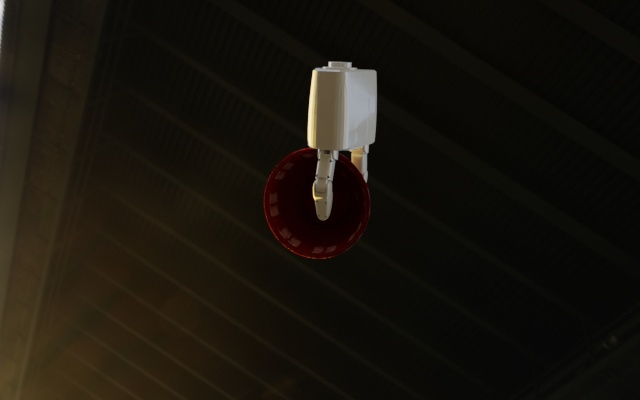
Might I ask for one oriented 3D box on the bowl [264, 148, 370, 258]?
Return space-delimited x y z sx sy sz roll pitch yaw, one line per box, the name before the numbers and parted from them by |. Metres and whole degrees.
bowl | 0.000 0.004 0.713 0.162 0.162 0.055 0 5 18
